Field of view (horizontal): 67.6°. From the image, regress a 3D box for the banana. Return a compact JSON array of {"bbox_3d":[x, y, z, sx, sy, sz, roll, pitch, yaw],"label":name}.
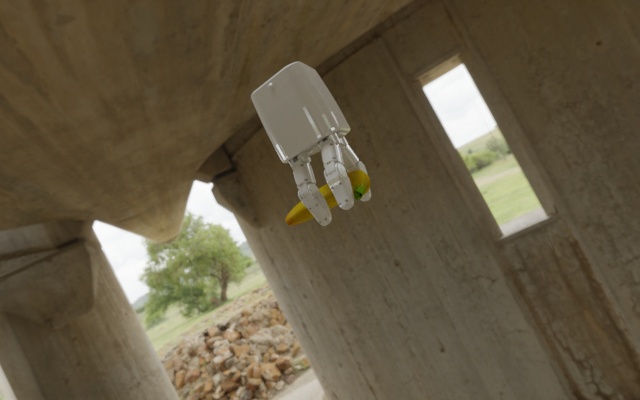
[{"bbox_3d":[0.015,-0.006,0.693,0.069,0.037,0.198,-30,2,-34],"label":"banana"}]
